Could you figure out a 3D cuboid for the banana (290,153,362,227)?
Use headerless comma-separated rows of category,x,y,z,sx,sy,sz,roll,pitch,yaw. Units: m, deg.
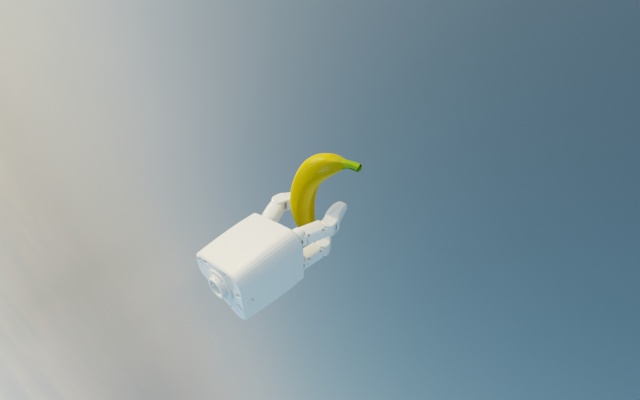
banana,-0.011,-0.013,0.685,0.037,0.069,0.198,-37,-10,-34
